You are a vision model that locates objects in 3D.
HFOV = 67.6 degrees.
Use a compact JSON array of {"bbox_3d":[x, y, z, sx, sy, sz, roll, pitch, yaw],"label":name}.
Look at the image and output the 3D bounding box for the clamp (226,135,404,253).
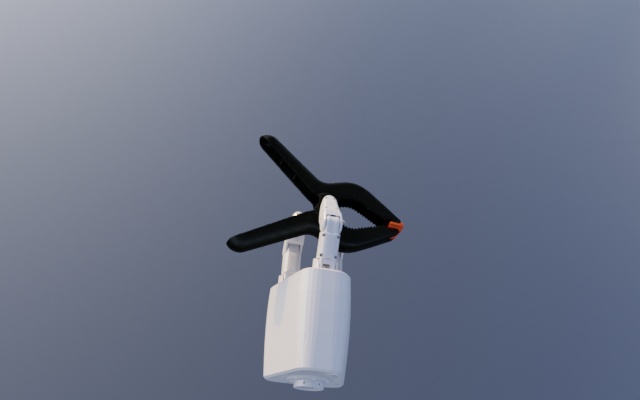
[{"bbox_3d":[0.001,0.002,0.595,0.210,0.164,0.036,10,-29,-10],"label":"clamp"}]
